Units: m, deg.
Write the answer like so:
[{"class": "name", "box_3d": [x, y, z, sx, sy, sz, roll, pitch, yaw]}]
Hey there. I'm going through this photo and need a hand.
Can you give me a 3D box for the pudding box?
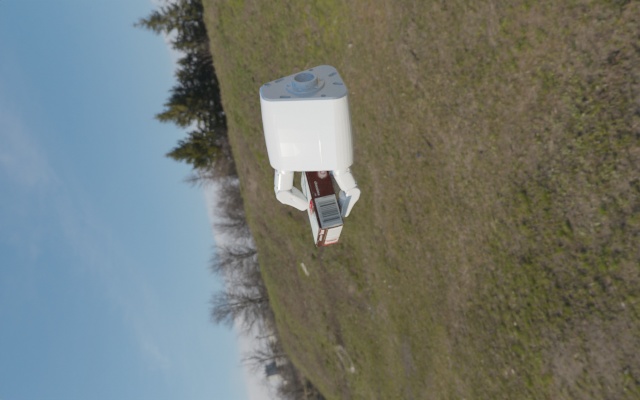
[{"class": "pudding box", "box_3d": [0.000, 0.002, 0.714, 0.039, 0.113, 0.090, -10, -20, -7]}]
